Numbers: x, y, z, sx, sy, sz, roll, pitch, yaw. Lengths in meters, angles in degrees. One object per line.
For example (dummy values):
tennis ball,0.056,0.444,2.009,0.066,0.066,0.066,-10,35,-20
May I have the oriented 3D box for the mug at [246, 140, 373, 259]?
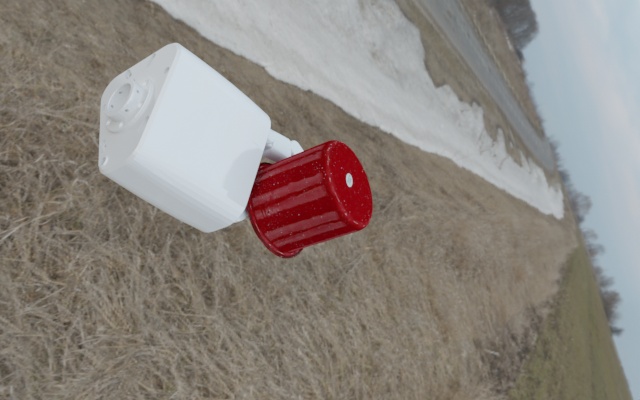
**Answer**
mug,0.001,0.002,0.434,0.081,0.093,0.117,-19,-32,28
